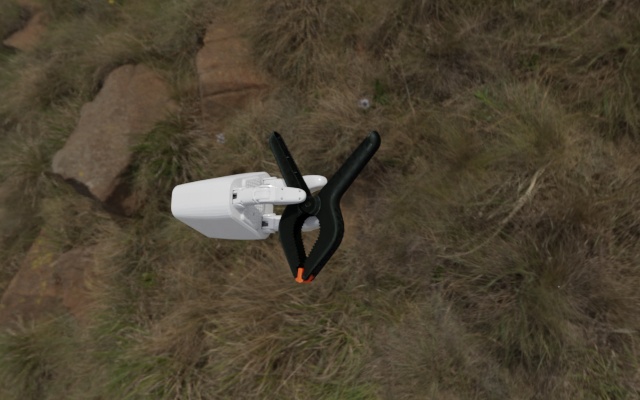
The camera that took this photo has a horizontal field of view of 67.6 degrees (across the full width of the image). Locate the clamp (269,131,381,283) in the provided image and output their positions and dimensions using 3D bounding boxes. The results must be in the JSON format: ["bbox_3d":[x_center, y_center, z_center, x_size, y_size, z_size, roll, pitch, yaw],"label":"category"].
[{"bbox_3d":[-0.001,0.002,0.625,0.164,0.210,0.036,-4,-11,28],"label":"clamp"}]
